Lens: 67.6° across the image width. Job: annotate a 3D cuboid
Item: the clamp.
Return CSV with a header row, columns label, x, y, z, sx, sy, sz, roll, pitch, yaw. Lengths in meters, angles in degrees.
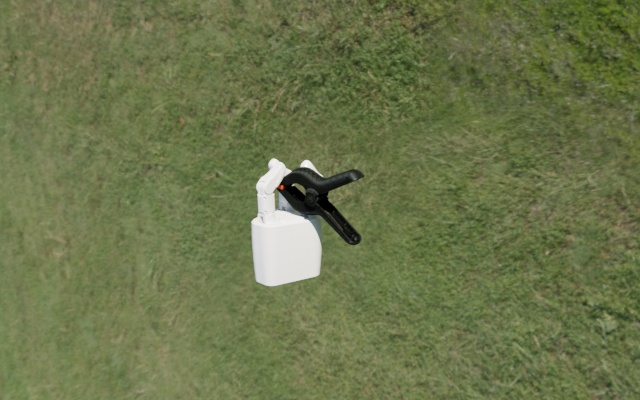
label,x,y,z,sx,sy,sz,roll,pitch,yaw
clamp,0.000,0.002,0.745,0.171,0.120,0.039,12,21,41
